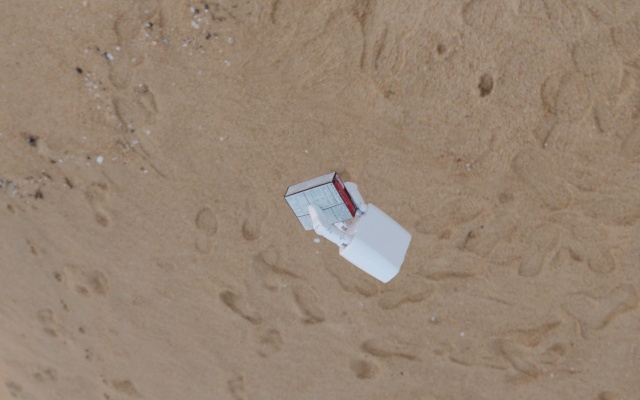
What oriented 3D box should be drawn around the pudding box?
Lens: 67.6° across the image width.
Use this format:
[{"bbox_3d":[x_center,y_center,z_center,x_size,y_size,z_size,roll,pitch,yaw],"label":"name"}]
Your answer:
[{"bbox_3d":[0.000,0.003,0.898,0.113,0.090,0.039,-17,28,27],"label":"pudding box"}]
